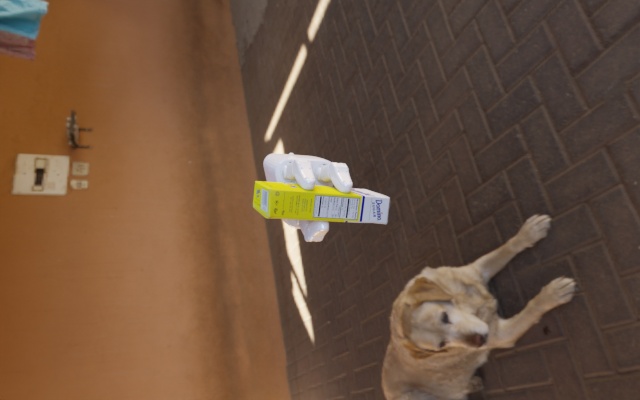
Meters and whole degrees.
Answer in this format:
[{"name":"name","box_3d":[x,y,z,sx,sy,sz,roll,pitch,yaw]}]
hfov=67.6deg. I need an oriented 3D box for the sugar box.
[{"name":"sugar box","box_3d":[0.000,0.002,0.682,0.176,0.048,0.093,1,9,-20]}]
